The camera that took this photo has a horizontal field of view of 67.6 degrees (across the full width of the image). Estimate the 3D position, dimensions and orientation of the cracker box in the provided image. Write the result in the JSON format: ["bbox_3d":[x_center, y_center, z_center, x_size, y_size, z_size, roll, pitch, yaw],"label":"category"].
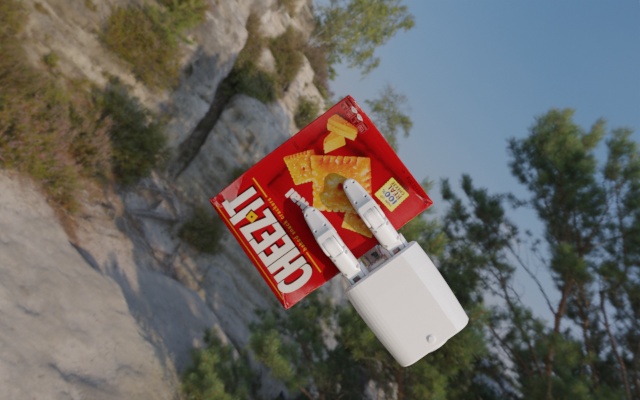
[{"bbox_3d":[0.000,0.002,0.581,0.214,0.164,0.072,-36,-5,3],"label":"cracker box"}]
